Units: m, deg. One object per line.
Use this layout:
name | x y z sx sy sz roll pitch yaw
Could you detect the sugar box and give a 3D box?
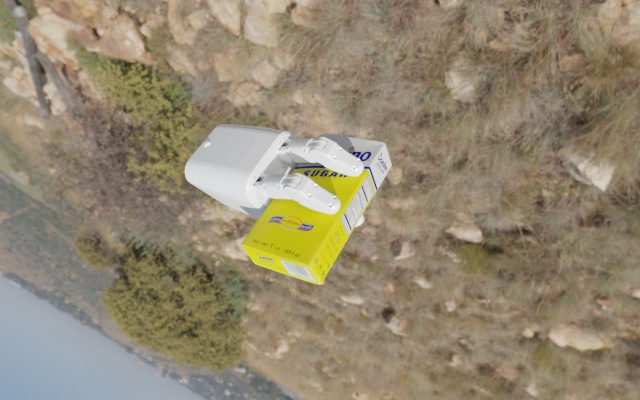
sugar box | 0.000 0.001 0.531 0.093 0.176 0.048 13 -32 32
